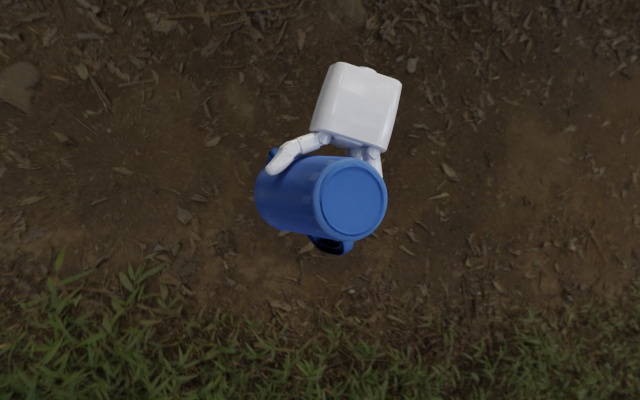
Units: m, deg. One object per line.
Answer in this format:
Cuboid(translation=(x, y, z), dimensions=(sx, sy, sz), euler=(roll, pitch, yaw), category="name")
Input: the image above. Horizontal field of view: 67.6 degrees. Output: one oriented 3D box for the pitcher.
Cuboid(translation=(0.000, 0.002, 0.713), dimensions=(0.149, 0.145, 0.243), euler=(19, -4, -22), category="pitcher")
